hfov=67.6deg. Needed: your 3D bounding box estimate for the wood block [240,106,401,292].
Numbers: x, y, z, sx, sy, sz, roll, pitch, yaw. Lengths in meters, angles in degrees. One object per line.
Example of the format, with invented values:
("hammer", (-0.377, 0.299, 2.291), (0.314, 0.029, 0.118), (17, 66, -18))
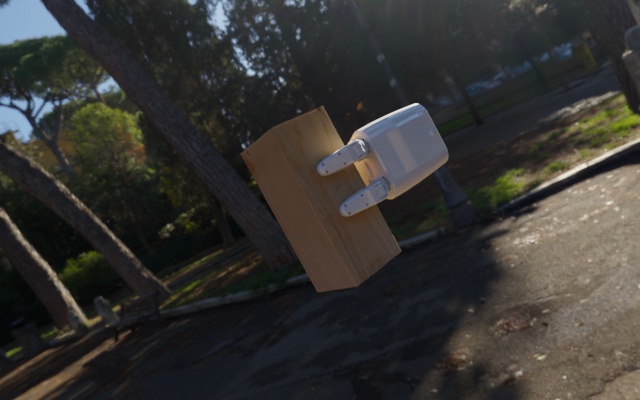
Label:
("wood block", (0.000, 0.002, 0.603), (0.090, 0.206, 0.091), (-31, 4, -35))
